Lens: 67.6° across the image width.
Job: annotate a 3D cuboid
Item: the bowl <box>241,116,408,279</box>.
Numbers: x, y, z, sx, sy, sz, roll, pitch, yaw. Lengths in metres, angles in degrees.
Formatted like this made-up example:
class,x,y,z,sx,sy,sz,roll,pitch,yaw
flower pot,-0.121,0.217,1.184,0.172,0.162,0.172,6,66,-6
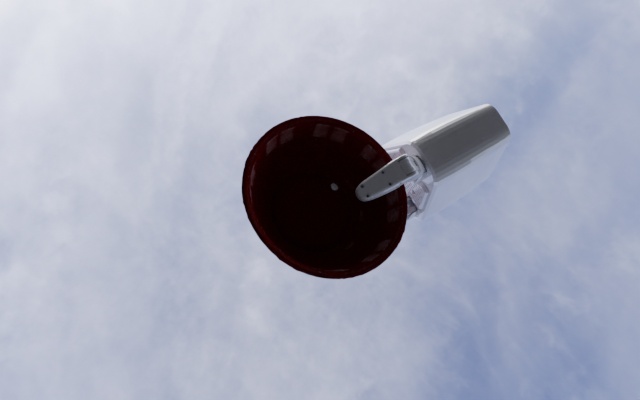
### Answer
class,x,y,z,sx,sy,sz,roll,pitch,yaw
bowl,-0.001,0.002,0.461,0.162,0.162,0.055,0,-21,-20
